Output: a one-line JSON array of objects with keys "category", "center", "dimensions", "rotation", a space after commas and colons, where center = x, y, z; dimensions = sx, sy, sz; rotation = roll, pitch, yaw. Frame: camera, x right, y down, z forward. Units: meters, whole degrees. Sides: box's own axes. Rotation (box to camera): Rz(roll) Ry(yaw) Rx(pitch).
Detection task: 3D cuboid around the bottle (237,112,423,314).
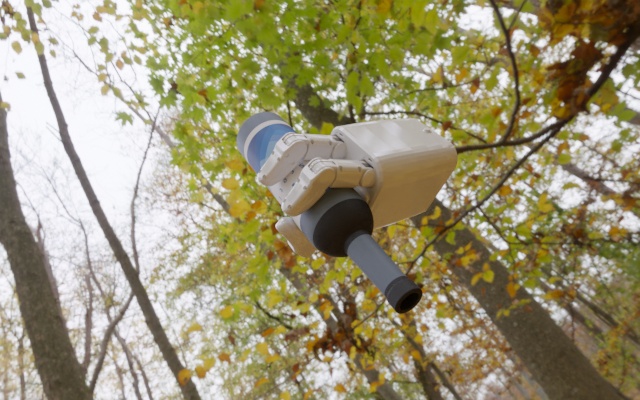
[{"category": "bottle", "center": [0.000, 0.001, 0.485], "dimensions": [0.069, 0.069, 0.295], "rotation": [0, 33, -36]}]
